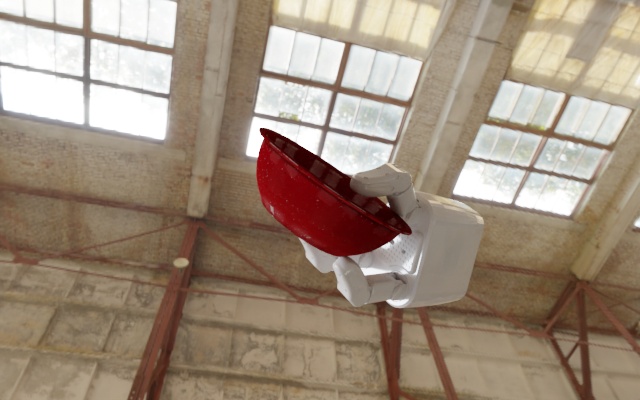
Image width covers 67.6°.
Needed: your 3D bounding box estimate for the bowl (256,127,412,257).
[{"bbox_3d":[-0.001,0.001,0.426,0.162,0.055,0.162,34,9,-6],"label":"bowl"}]
